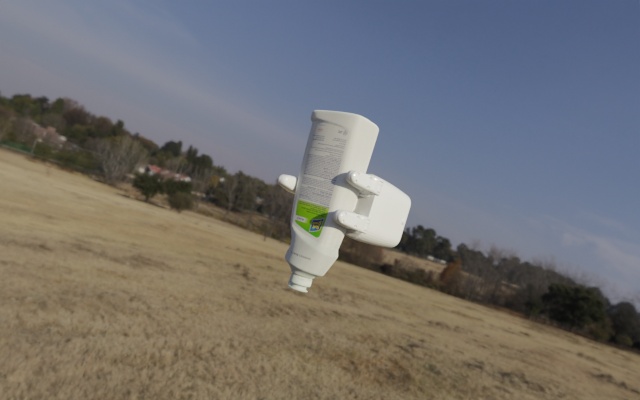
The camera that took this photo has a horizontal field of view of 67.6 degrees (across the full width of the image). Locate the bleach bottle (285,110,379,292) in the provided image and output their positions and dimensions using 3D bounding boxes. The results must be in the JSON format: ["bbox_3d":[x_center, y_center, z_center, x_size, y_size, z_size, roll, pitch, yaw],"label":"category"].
[{"bbox_3d":[0.000,0.002,0.676,0.102,0.251,0.068,15,-4,42],"label":"bleach bottle"}]
